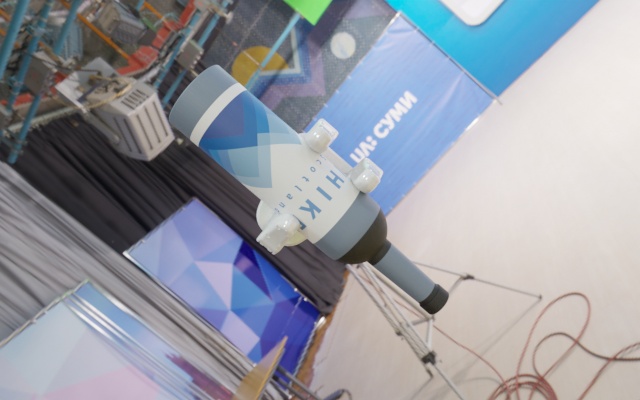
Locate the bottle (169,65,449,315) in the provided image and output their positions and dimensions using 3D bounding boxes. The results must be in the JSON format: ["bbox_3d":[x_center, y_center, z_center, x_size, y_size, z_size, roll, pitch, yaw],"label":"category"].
[{"bbox_3d":[0.000,0.001,0.434,0.296,0.069,0.069,41,-5,-5],"label":"bottle"}]
